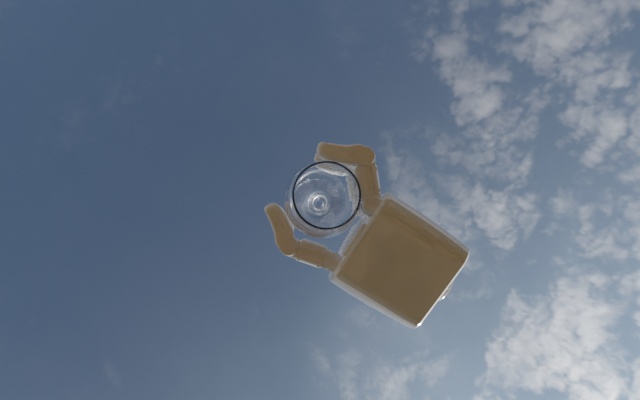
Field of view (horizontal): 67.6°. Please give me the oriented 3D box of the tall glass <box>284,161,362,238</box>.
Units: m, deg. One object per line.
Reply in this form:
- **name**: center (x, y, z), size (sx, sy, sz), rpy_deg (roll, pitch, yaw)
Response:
- **tall glass**: center (0.000, 0.002, 0.522), size (0.079, 0.079, 0.201), rpy_deg (0, -4, -3)
